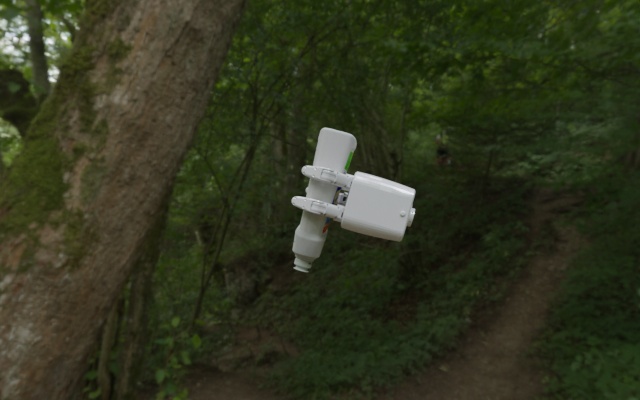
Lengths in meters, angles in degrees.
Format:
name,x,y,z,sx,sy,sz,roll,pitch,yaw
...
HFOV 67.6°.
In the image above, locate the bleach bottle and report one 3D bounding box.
name,x,y,z,sx,sy,sz,roll,pitch,yaw
bleach bottle,0.000,0.003,0.855,0.068,0.251,0.102,16,-1,6
